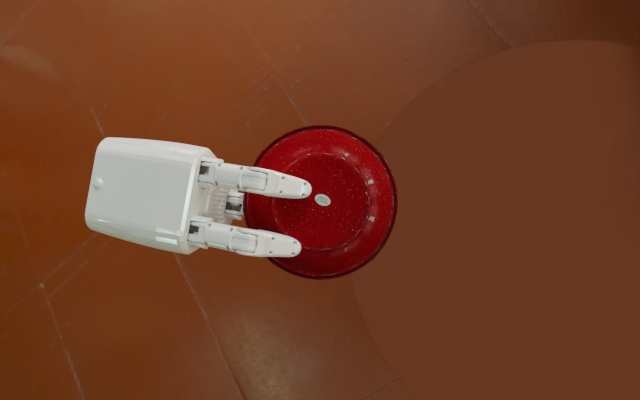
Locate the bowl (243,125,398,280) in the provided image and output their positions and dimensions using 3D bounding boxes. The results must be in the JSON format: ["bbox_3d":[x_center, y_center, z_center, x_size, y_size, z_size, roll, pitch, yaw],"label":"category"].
[{"bbox_3d":[0.001,0.001,0.472,0.162,0.162,0.055,0,-1,0],"label":"bowl"}]
